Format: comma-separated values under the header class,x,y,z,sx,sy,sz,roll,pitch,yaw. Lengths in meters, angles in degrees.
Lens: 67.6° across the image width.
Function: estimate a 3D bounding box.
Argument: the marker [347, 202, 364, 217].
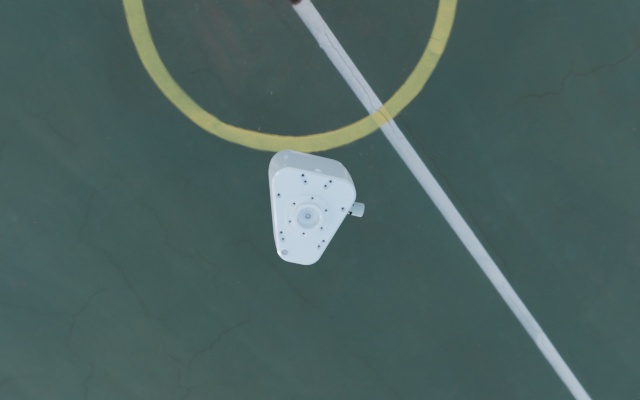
class,x,y,z,sx,sy,sz,roll,pitch,yaw
marker,0.000,0.002,0.658,0.121,0.020,0.020,11,-2,-8
